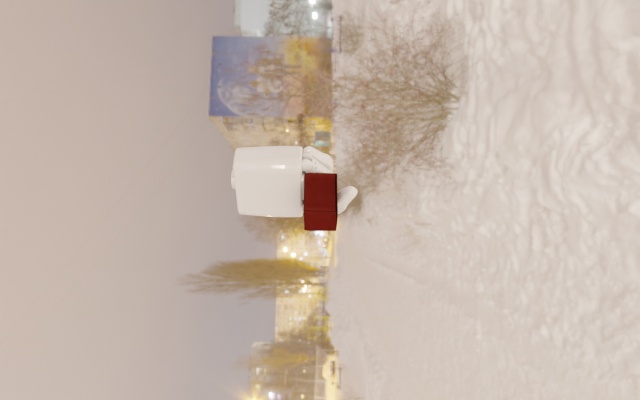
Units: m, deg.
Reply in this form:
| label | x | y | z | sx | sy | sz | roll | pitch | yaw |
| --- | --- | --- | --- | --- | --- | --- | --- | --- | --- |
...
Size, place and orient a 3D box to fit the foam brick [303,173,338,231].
| label | x | y | z | sx | sy | sz | roll | pitch | yaw |
| --- | --- | --- | --- | --- | --- | --- | --- | --- | --- |
| foam brick | 0.000 | 0.003 | 0.739 | 0.051 | 0.078 | 0.053 | 1 | -39 | 0 |
